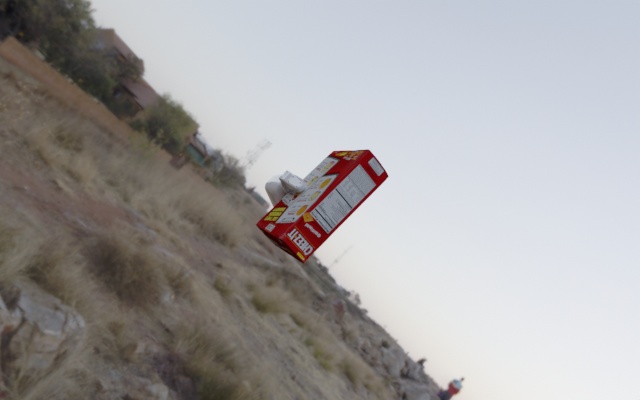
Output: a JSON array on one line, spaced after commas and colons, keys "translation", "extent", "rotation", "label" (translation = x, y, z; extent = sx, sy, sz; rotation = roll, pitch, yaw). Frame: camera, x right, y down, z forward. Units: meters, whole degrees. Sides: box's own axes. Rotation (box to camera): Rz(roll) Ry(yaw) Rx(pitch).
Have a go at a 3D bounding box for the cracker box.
[{"translation": [0.000, 0.003, 0.855], "extent": [0.213, 0.072, 0.164], "rotation": [-45, 18, -11], "label": "cracker box"}]
